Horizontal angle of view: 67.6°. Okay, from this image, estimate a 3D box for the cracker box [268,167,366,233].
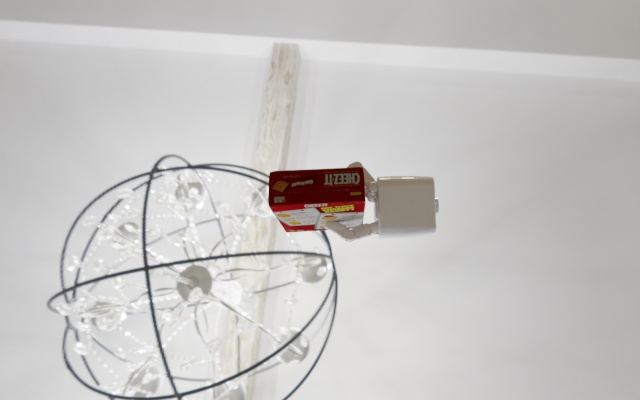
[{"bbox_3d":[0.000,0.003,0.899,0.164,0.072,0.214,-3,-16,3],"label":"cracker box"}]
